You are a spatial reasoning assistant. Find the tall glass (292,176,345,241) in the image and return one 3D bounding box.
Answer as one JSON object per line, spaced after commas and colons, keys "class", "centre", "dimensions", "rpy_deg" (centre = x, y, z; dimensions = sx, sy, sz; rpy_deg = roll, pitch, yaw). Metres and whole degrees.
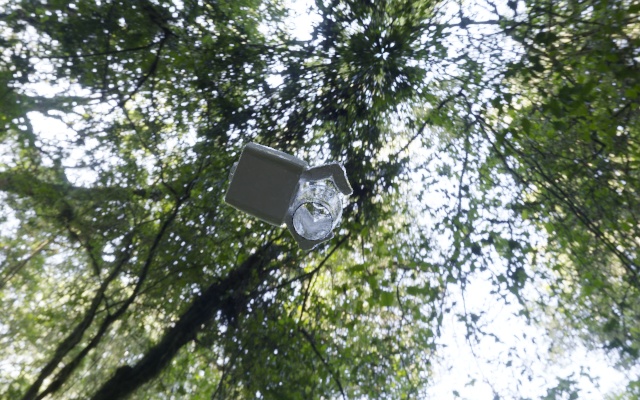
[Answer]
{"class": "tall glass", "centre": [0.000, 0.002, 0.801], "dimensions": [0.079, 0.079, 0.201], "rpy_deg": [0, 17, 7]}
